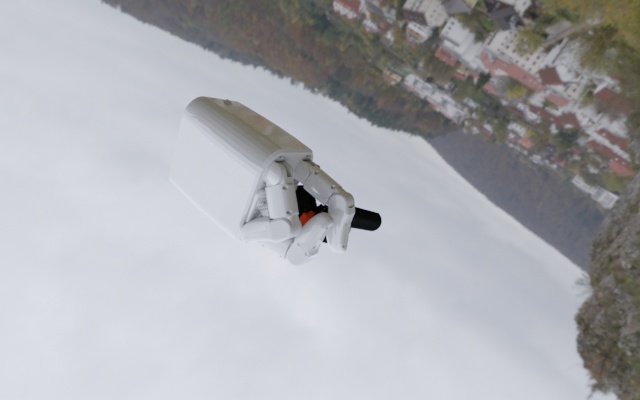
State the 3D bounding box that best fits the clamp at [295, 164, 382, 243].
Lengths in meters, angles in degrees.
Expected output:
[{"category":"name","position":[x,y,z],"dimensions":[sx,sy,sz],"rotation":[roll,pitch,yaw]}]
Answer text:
[{"category":"clamp","position":[0.000,0.002,0.549],"dimensions":[0.120,0.039,0.171],"rotation":[37,17,17]}]
